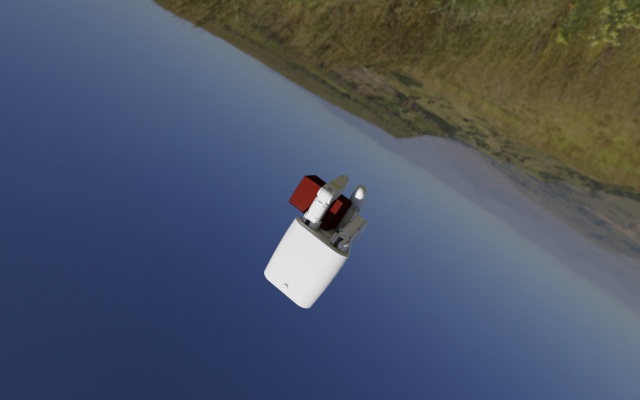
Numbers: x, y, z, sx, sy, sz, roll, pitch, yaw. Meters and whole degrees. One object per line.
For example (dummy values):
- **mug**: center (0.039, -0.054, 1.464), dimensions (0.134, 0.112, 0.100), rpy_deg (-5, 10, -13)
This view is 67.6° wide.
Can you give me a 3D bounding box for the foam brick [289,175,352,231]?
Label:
- **foam brick**: center (0.000, 0.002, 0.745), dimensions (0.078, 0.051, 0.053), rpy_deg (37, 14, 16)
